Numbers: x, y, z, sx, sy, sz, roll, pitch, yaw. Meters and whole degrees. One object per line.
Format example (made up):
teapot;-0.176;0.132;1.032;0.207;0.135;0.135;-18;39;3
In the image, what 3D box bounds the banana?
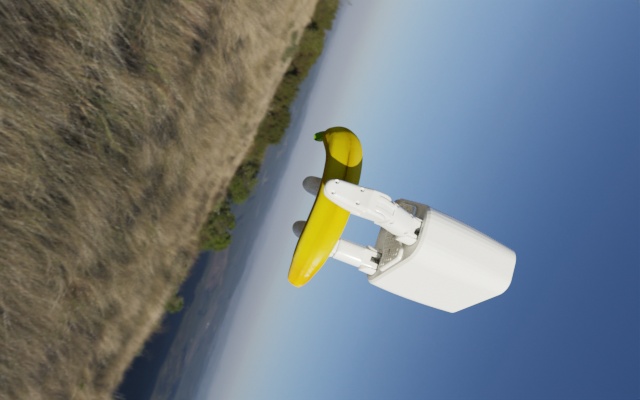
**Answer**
banana;0.010;-0.010;0.465;0.037;0.197;0.070;27;-42;-18
